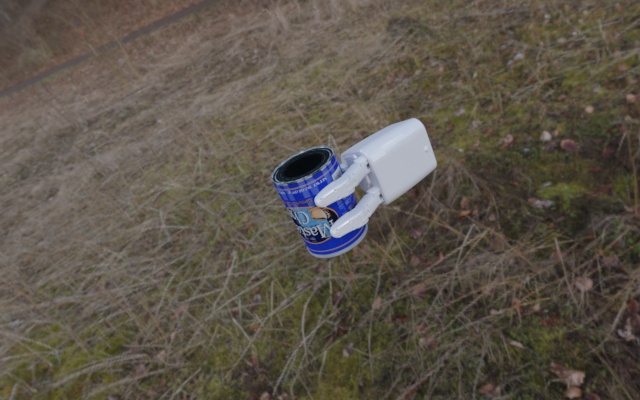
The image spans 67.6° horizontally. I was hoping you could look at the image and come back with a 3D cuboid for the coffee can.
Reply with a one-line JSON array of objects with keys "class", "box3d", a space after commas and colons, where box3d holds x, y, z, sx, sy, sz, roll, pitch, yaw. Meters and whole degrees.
[{"class": "coffee can", "box3d": [0.000, 0.003, 0.731, 0.103, 0.140, 0.102, -21, 27, 11]}]
